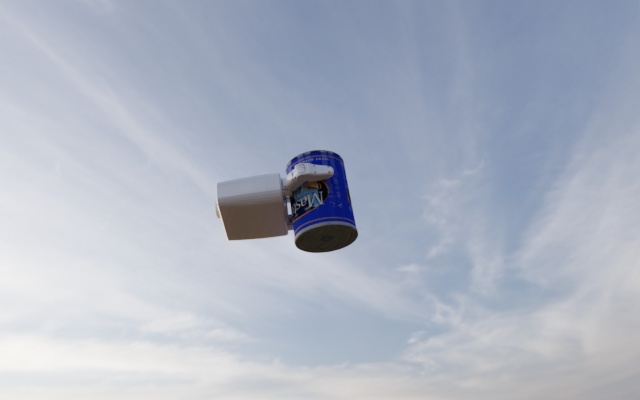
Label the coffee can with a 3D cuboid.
[{"bbox_3d":[0.000,0.003,0.793,0.103,0.140,0.103,-7,-29,-4],"label":"coffee can"}]
